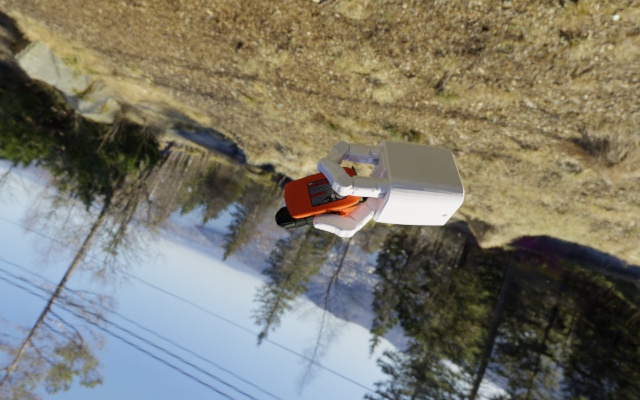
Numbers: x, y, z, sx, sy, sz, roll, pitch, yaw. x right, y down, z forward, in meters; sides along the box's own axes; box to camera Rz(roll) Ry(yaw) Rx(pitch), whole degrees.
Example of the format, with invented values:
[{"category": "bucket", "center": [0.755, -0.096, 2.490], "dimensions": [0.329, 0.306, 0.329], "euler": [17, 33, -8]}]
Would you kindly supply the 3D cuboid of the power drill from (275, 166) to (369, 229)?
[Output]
[{"category": "power drill", "center": [0.000, 0.002, 0.745], "dimensions": [0.184, 0.057, 0.187], "euler": [-16, -8, 7]}]
